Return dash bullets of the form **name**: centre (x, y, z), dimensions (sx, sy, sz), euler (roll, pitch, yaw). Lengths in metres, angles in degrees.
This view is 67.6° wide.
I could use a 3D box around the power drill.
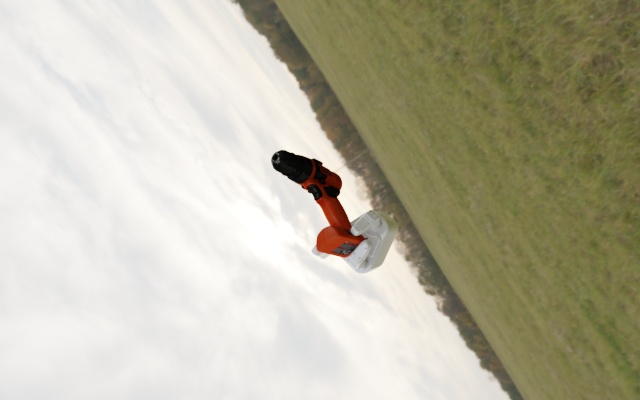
- **power drill**: centre (0.000, 0.003, 0.843), dimensions (0.057, 0.187, 0.184), euler (-36, -32, 25)
